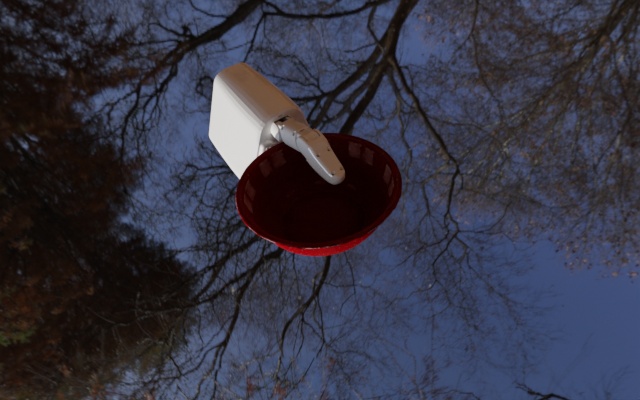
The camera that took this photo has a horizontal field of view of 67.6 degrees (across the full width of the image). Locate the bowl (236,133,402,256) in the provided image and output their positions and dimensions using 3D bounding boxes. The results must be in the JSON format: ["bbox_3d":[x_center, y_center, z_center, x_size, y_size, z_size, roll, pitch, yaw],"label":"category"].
[{"bbox_3d":[0.001,0.003,0.479,0.162,0.055,0.162,-4,44,4],"label":"bowl"}]
